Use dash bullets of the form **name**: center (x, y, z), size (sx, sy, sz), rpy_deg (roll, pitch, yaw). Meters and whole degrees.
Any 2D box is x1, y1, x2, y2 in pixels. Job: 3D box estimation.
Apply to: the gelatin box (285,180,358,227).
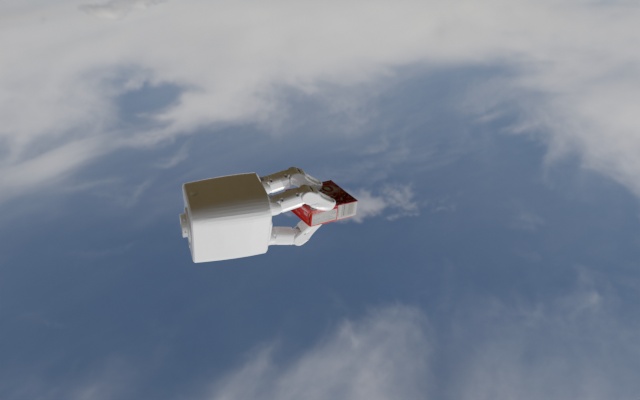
- **gelatin box**: center (0.000, 0.003, 0.727), size (0.089, 0.030, 0.073), rpy_deg (-13, 35, -32)
